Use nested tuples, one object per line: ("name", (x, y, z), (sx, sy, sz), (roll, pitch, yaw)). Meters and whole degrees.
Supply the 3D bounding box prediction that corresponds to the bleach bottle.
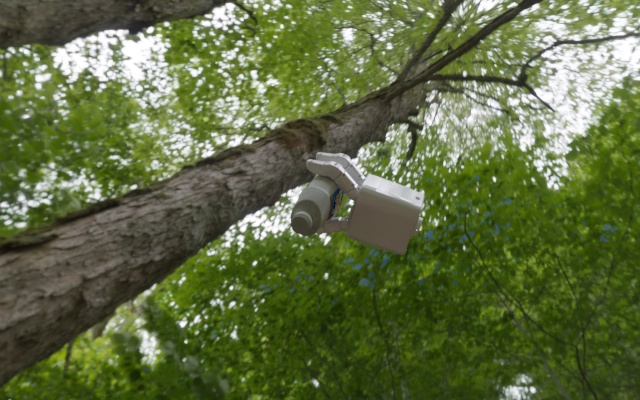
("bleach bottle", (0.000, 0.003, 0.820), (0.068, 0.103, 0.250), (20, 24, 8))
